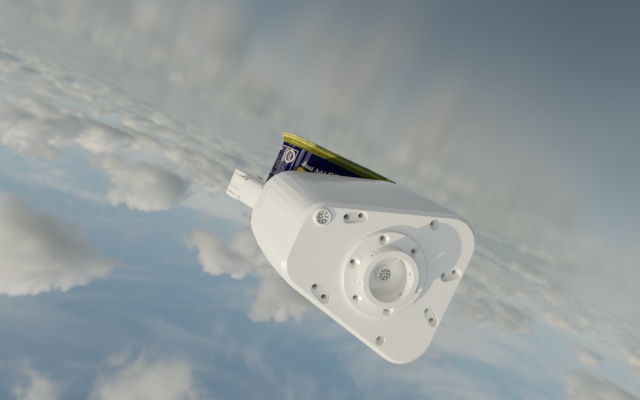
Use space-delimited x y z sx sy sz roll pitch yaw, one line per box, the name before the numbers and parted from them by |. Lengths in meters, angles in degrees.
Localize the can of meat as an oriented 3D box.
can of meat | 0.000 0.002 0.406 0.102 0.084 0.057 23 3 -21
